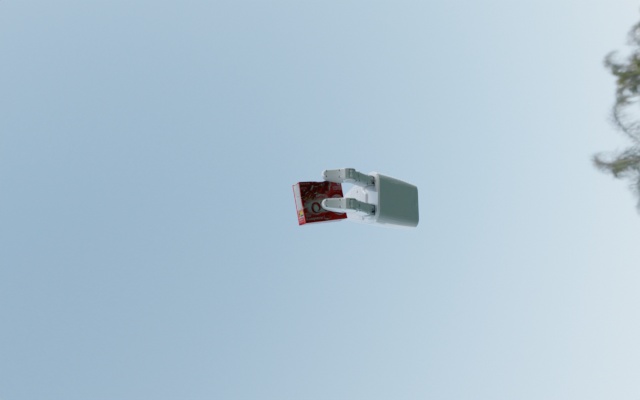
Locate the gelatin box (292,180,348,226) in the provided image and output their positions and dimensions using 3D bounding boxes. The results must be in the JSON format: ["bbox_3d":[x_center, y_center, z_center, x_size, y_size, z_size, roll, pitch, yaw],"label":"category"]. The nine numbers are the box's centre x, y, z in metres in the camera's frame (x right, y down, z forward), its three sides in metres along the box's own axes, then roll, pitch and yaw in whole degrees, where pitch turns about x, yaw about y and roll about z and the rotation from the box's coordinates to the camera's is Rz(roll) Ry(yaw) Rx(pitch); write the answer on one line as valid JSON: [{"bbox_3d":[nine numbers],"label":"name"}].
[{"bbox_3d":[0.000,0.003,0.837,0.089,0.073,0.030,-5,-10,-30],"label":"gelatin box"}]
